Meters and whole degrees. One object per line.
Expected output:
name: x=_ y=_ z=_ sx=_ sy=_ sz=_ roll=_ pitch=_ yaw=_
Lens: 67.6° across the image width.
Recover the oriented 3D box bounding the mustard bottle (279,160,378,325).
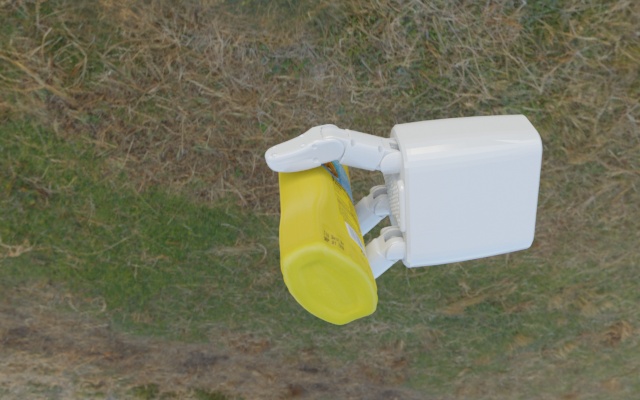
mustard bottle: x=0.000 y=0.002 z=0.406 sx=0.058 sy=0.191 sz=0.096 roll=-26 pitch=-51 yaw=15
